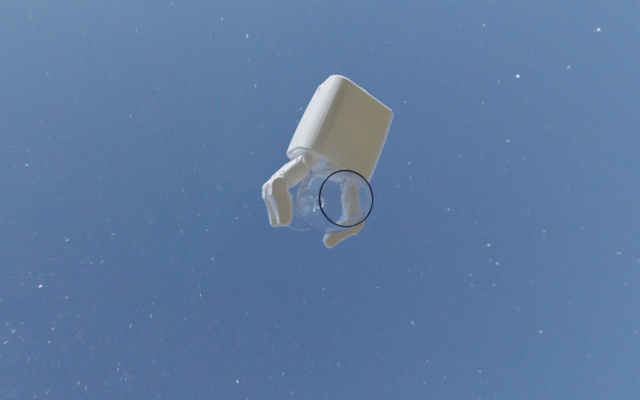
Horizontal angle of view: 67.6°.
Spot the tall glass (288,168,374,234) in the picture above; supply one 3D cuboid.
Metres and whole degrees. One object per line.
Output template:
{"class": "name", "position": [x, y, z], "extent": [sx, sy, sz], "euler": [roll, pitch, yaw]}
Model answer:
{"class": "tall glass", "position": [0.000, 0.002, 0.600], "extent": [0.079, 0.079, 0.201], "euler": [0, -2, -16]}
